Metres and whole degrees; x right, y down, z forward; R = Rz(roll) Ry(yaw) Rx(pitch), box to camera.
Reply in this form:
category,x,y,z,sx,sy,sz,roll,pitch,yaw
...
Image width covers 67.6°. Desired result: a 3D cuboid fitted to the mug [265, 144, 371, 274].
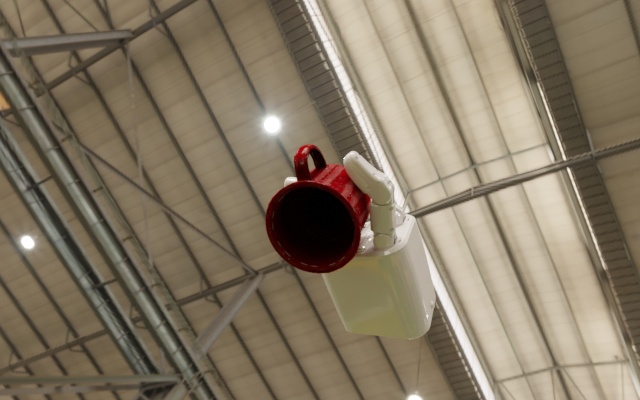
category,x,y,z,sx,sy,sz,roll,pitch,yaw
mug,0.000,0.000,0.471,0.093,0.117,0.081,-12,16,22
